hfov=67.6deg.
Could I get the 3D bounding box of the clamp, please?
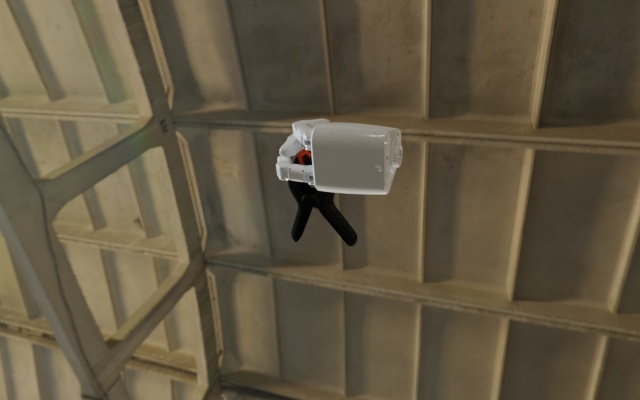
[{"bbox_3d":[0.000,0.002,0.762,0.120,0.172,0.039,7,33,20],"label":"clamp"}]
